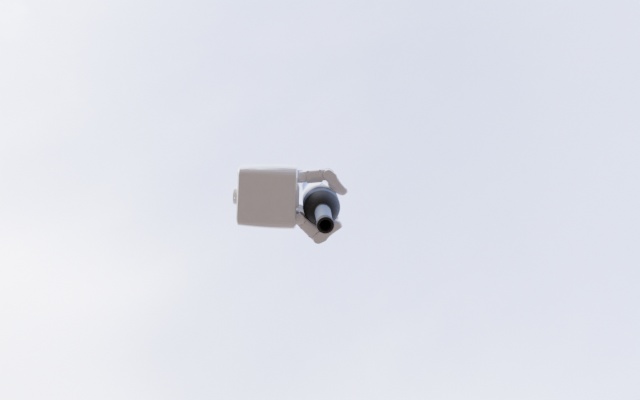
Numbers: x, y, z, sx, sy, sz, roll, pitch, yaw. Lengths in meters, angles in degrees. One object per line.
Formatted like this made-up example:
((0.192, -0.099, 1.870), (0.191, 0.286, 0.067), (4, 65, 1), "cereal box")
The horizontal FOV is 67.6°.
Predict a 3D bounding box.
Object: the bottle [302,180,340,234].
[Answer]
((0.000, 0.003, 0.881), (0.069, 0.069, 0.295), (0, 14, -3), "bottle")
